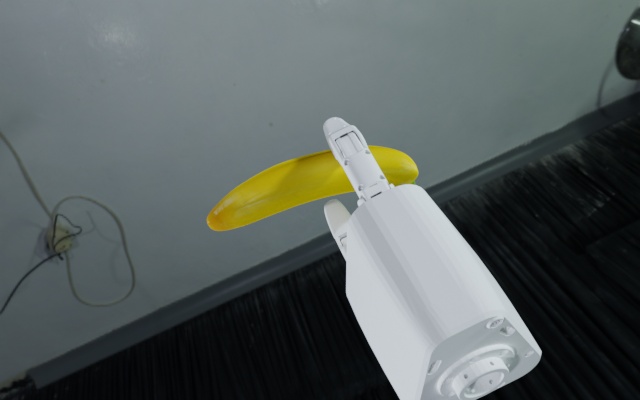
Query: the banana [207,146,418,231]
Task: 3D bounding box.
[{"bbox_3d":[0.006,-0.013,0.395,0.198,0.070,0.037,-9,46,-19],"label":"banana"}]
